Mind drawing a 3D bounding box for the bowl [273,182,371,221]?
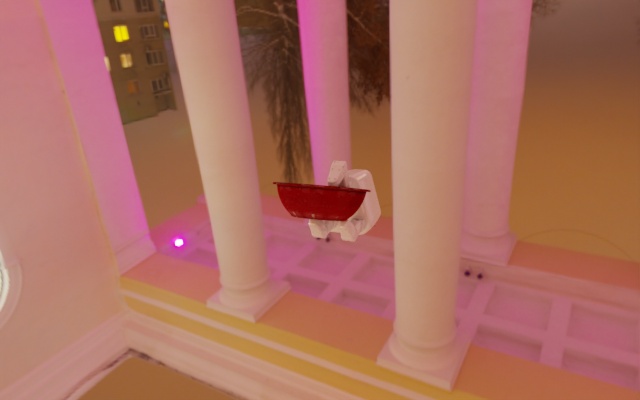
[{"bbox_3d":[-0.001,0.003,0.785,0.162,0.055,0.162,5,1,0],"label":"bowl"}]
